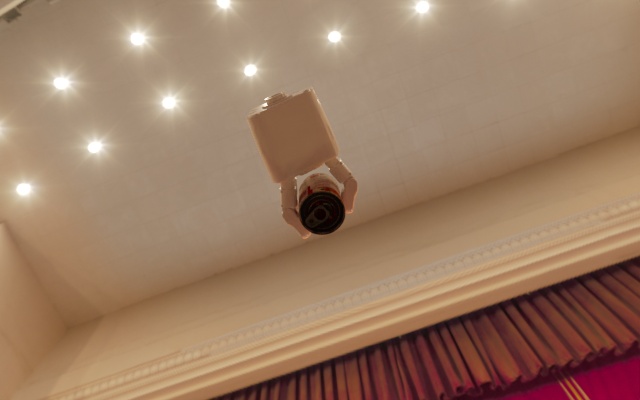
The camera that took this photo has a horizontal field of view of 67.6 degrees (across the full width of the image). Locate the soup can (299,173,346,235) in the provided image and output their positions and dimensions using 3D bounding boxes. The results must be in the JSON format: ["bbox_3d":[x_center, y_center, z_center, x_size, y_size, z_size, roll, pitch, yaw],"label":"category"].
[{"bbox_3d":[0.000,0.003,0.737,0.068,0.068,0.102,0,19,-3],"label":"soup can"}]
